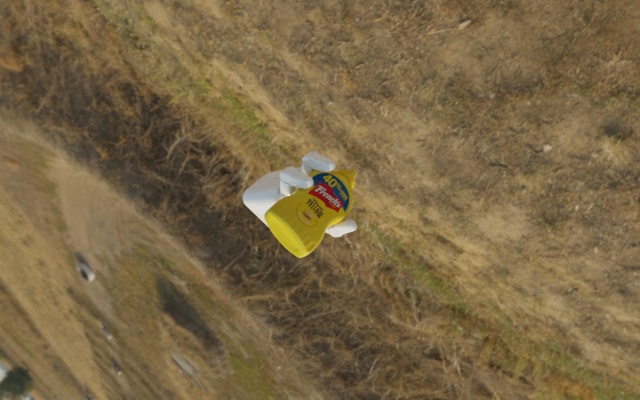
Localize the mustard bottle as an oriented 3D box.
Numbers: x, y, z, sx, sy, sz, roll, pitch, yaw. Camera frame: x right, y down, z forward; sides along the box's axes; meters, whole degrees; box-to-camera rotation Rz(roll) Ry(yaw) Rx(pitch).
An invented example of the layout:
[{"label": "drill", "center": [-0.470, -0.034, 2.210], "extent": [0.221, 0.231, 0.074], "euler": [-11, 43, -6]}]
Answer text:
[{"label": "mustard bottle", "center": [0.000, 0.003, 0.805], "extent": [0.191, 0.096, 0.058], "euler": [-43, 2, -35]}]
